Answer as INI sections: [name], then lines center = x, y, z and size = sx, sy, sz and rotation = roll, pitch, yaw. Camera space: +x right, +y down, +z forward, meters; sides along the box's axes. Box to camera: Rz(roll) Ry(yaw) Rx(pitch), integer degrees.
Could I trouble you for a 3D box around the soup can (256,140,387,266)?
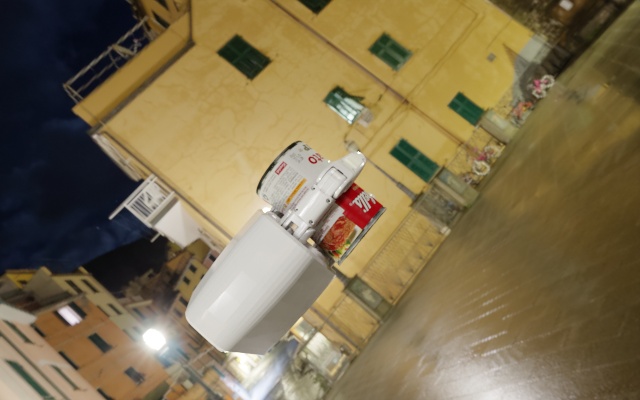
[soup can]
center = 0.000, 0.001, 0.439
size = 0.102, 0.068, 0.068
rotation = 40, 6, 8
